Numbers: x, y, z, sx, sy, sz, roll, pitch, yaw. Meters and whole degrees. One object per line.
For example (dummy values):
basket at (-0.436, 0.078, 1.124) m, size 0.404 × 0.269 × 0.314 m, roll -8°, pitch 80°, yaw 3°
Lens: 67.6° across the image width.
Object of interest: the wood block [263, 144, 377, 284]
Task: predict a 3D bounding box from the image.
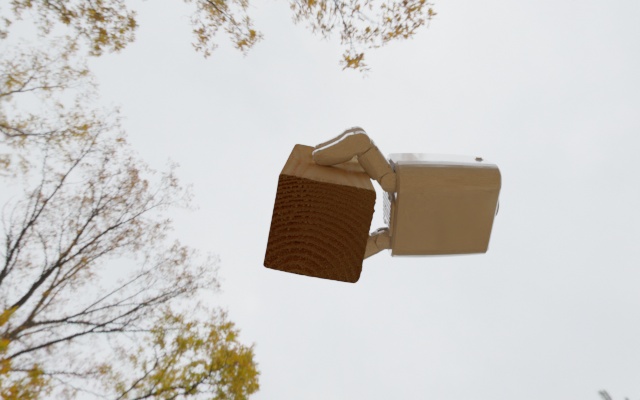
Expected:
wood block at (0.000, 0.002, 0.518) m, size 0.090 × 0.091 × 0.206 m, roll 10°, pitch 14°, yaw -1°
